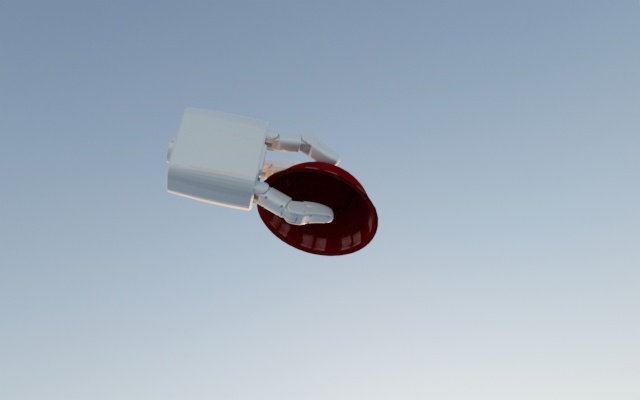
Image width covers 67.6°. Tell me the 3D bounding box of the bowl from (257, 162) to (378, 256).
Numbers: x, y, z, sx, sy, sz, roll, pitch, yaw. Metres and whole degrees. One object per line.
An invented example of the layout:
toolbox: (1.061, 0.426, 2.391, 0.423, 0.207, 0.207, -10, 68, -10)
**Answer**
bowl: (0.001, 0.002, 0.632, 0.162, 0.162, 0.055, 0, 43, 19)
